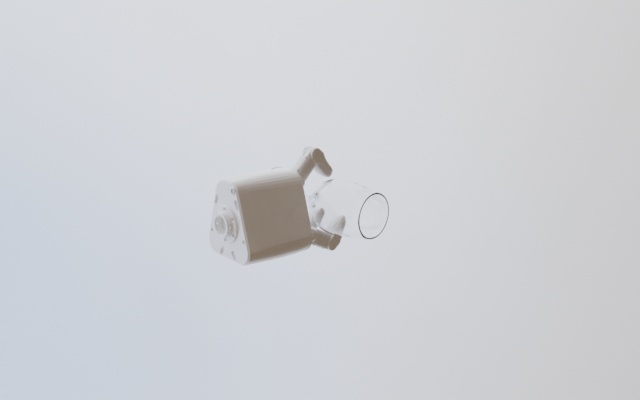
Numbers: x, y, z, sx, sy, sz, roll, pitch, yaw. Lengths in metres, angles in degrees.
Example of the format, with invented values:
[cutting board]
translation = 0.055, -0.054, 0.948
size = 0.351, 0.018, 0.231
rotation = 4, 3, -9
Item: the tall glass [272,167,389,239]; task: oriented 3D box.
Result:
[tall glass]
translation = 0.000, 0.002, 0.684
size = 0.201, 0.079, 0.079
rotation = 15, 10, 44
